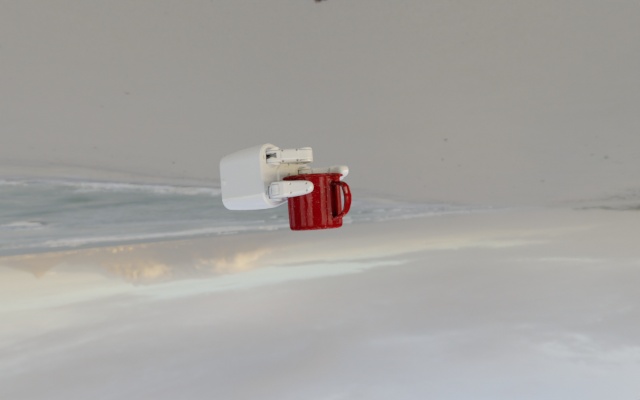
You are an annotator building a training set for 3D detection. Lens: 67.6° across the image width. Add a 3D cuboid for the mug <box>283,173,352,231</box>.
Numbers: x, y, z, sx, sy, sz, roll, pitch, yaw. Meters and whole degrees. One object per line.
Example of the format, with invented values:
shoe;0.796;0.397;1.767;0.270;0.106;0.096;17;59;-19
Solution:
mug;0.001;0.002;0.719;0.117;0.081;0.093;-6;-3;41
